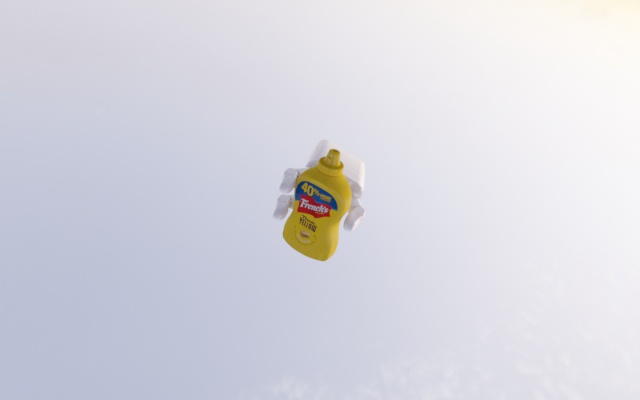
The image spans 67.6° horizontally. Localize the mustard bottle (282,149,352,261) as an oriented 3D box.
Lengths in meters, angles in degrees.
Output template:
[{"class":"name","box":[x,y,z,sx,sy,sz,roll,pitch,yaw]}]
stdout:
[{"class":"mustard bottle","box":[0.000,0.003,0.780,0.096,0.192,0.058,30,34,20]}]
